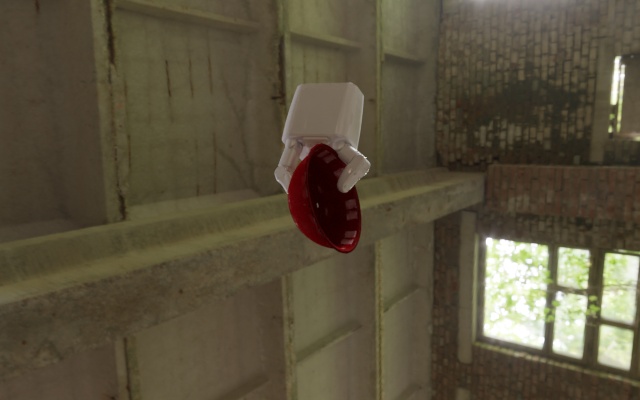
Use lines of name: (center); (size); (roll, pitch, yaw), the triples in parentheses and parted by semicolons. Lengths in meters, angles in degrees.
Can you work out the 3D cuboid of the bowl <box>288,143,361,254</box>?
bowl: (0.000, 0.003, 0.691); (0.055, 0.162, 0.162); (-16, -7, 27)
